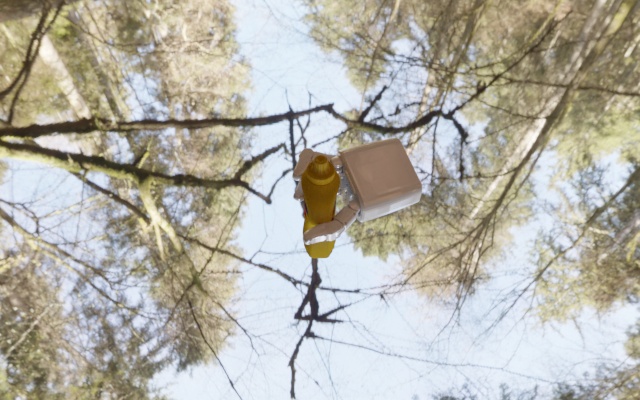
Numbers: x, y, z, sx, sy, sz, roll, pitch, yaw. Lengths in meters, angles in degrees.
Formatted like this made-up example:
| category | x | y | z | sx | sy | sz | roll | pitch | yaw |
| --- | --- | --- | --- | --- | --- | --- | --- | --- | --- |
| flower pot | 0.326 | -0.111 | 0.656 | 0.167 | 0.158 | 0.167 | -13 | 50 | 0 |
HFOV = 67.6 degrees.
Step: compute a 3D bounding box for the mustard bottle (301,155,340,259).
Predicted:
| category | x | y | z | sx | sy | sz | roll | pitch | yaw |
| --- | --- | --- | --- | --- | --- | --- | --- | --- | --- |
| mustard bottle | 0.000 | 0.003 | 0.741 | 0.058 | 0.096 | 0.192 | 3 | -39 | 1 |
